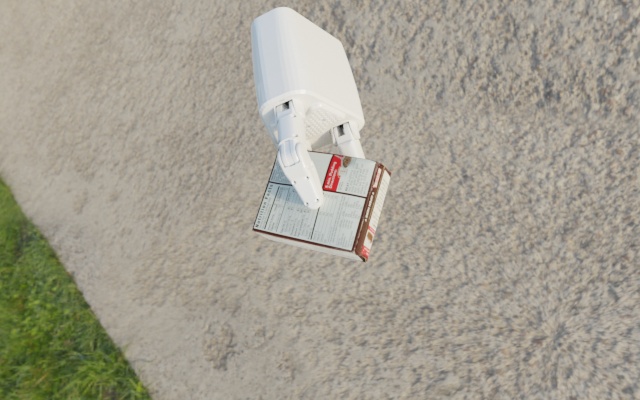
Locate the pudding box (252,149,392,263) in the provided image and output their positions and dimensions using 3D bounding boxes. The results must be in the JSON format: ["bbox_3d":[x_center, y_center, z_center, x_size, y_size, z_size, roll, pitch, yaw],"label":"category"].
[{"bbox_3d":[0.000,0.001,0.451,0.113,0.090,0.039,10,-13,30],"label":"pudding box"}]
